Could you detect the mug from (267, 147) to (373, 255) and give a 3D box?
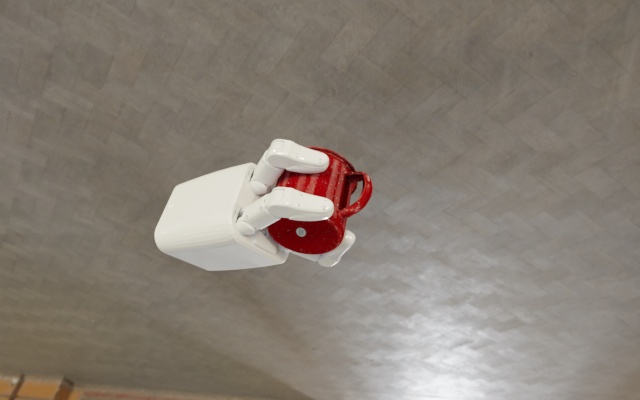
[{"bbox_3d":[0.001,0.002,0.503,0.117,0.081,0.093,-11,-44,26],"label":"mug"}]
